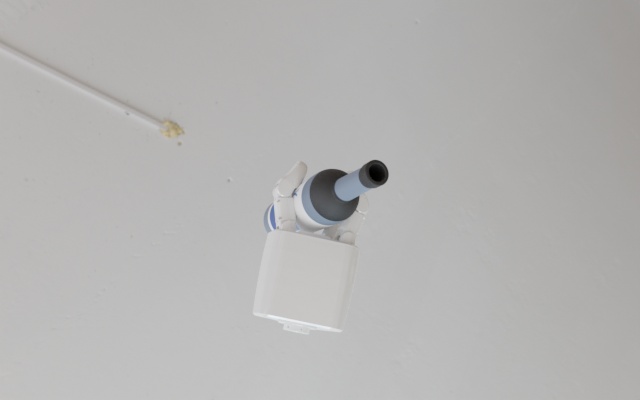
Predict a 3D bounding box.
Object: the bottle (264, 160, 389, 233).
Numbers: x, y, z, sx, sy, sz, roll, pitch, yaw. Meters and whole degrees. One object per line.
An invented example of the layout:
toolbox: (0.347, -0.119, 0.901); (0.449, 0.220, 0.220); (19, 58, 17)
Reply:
bottle: (0.000, 0.002, 0.610); (0.069, 0.069, 0.296); (0, -12, -23)
